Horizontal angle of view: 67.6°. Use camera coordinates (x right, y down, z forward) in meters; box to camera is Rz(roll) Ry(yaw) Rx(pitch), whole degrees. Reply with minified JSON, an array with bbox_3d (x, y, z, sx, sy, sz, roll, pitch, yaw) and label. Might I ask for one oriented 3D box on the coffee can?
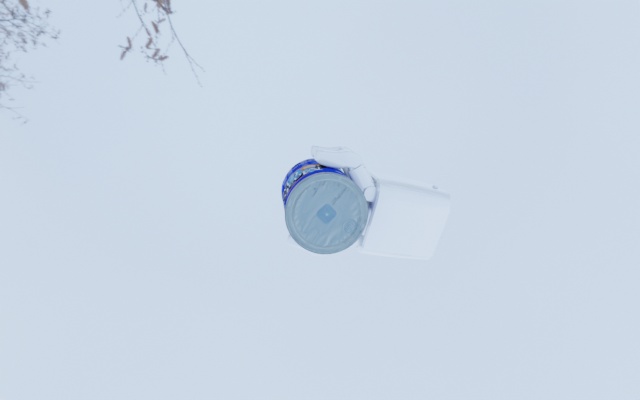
[{"bbox_3d":[0.000,0.002,0.646,0.103,0.103,0.140,0,13,-7],"label":"coffee can"}]
